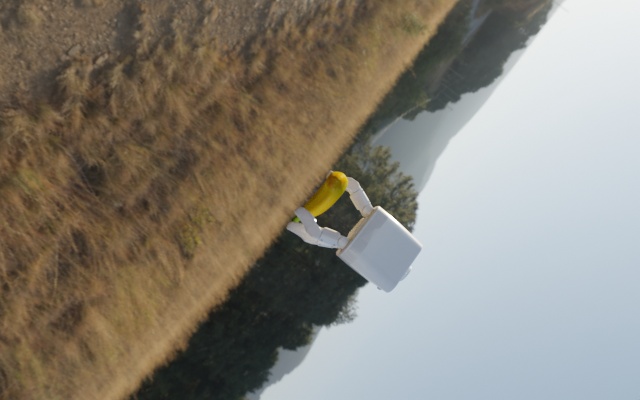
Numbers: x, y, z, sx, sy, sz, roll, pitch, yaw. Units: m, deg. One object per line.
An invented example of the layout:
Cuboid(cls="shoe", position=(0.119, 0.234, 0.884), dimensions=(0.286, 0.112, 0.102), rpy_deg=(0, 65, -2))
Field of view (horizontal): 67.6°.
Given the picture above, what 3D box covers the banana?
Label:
Cuboid(cls="banana", position=(0.010, -0.008, 0.797), dimensions=(0.069, 0.037, 0.198), rpy_deg=(-47, -1, -30))
